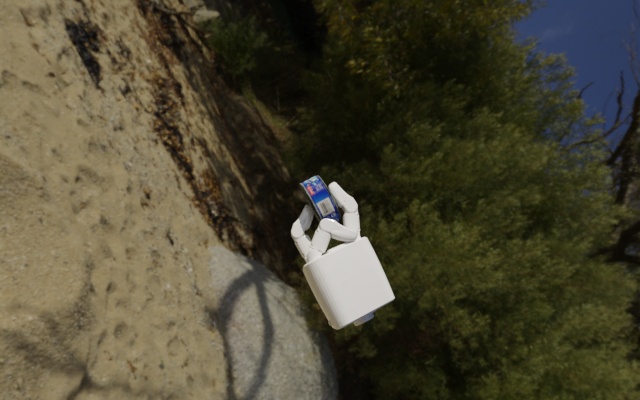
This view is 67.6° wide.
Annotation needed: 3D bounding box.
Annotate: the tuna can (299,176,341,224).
[{"bbox_3d":[0.001,0.002,0.785,0.034,0.086,0.086,-28,3,-6],"label":"tuna can"}]
